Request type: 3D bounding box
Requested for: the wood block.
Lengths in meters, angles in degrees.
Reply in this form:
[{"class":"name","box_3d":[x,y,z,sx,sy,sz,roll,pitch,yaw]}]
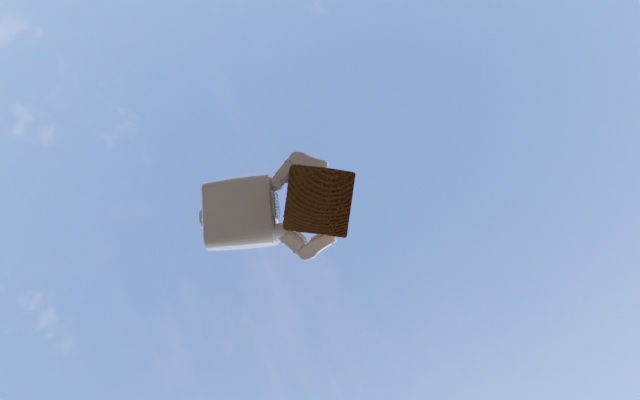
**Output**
[{"class":"wood block","box_3d":[0.000,0.002,0.733,0.090,0.091,0.206,7,0,1]}]
